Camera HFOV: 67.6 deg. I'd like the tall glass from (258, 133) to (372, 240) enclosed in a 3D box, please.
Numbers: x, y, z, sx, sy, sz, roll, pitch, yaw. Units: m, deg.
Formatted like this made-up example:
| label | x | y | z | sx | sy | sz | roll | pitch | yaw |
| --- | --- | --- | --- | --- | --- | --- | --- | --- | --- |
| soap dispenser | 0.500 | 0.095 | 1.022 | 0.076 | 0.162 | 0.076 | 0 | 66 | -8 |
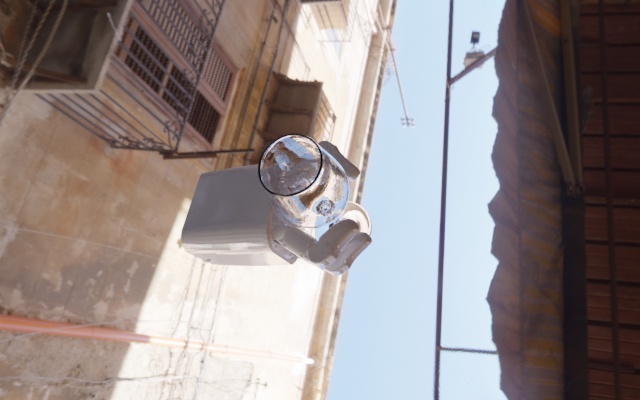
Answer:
| label | x | y | z | sx | sy | sz | roll | pitch | yaw |
| --- | --- | --- | --- | --- | --- | --- | --- | --- | --- |
| tall glass | 0.000 | 0.002 | 0.514 | 0.079 | 0.079 | 0.201 | 0 | -20 | 17 |
